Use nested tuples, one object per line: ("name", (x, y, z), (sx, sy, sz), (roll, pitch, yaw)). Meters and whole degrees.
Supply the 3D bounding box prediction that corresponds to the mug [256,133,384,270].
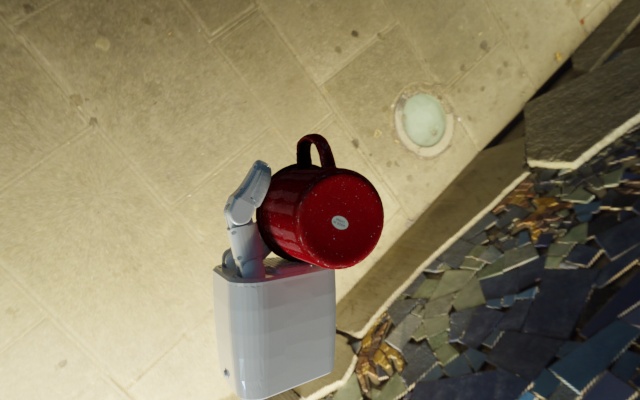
("mug", (0.000, 0.000, 0.408), (0.093, 0.117, 0.081), (-6, 5, -25))
